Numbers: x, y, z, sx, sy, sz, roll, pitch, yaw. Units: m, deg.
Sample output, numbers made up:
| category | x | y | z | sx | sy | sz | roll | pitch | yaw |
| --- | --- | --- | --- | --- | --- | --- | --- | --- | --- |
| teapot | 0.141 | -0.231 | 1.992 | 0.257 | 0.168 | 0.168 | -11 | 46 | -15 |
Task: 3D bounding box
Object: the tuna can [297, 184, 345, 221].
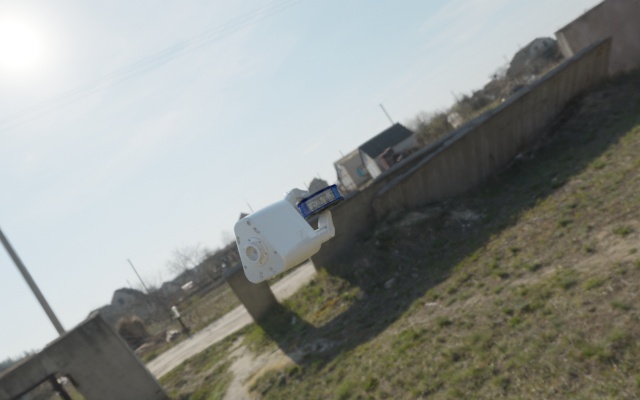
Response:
| category | x | y | z | sx | sy | sz | roll | pitch | yaw |
| --- | --- | --- | --- | --- | --- | --- | --- | --- | --- |
| tuna can | 0.000 | 0.002 | 0.895 | 0.086 | 0.034 | 0.086 | -28 | -5 | -3 |
